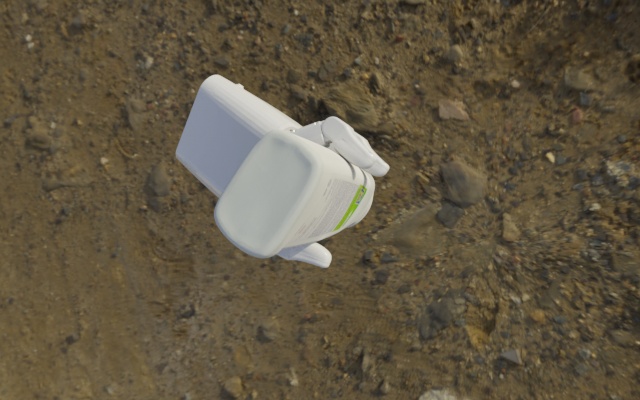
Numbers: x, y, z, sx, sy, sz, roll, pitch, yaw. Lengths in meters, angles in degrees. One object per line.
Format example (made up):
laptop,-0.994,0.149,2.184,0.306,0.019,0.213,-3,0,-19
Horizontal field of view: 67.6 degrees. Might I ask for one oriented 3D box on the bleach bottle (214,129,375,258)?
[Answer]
bleach bottle,0.000,0.002,0.483,0.068,0.102,0.251,37,8,18
